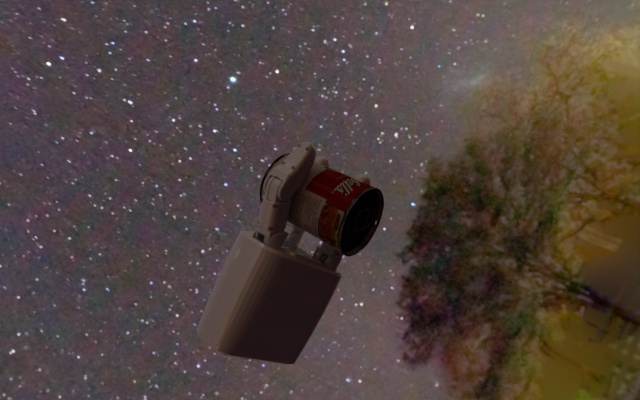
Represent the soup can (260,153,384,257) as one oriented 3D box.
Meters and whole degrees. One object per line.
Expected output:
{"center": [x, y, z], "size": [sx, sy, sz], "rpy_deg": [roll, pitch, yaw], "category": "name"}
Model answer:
{"center": [0.000, 0.001, 0.459], "size": [0.102, 0.068, 0.068], "rpy_deg": [26, 14, 32], "category": "soup can"}
